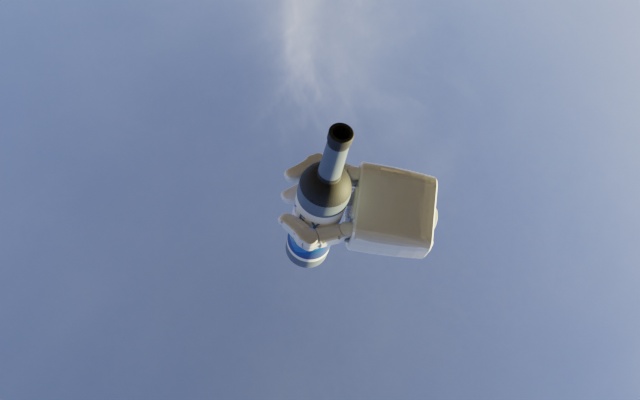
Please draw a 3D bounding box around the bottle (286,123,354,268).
[{"bbox_3d":[0.000,0.002,0.623,0.069,0.069,0.296,0,-30,-10],"label":"bottle"}]
